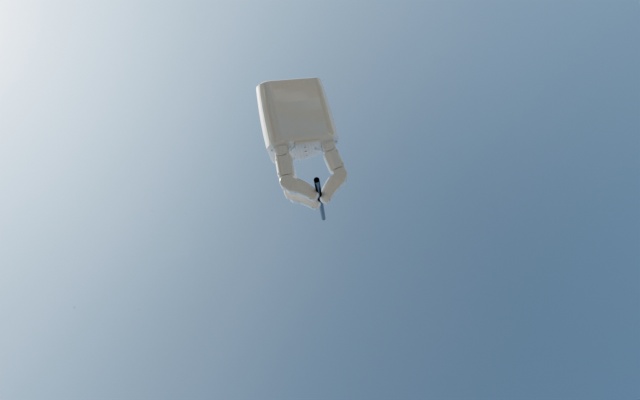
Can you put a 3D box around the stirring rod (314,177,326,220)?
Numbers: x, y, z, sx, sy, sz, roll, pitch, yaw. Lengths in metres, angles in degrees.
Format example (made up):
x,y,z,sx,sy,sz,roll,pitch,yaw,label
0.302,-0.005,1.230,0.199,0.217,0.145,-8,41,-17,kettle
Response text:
x,y,z,sx,sy,sz,roll,pitch,yaw,label
0.000,0.002,0.754,0.011,0.011,0.239,0,-14,3,stirring rod
